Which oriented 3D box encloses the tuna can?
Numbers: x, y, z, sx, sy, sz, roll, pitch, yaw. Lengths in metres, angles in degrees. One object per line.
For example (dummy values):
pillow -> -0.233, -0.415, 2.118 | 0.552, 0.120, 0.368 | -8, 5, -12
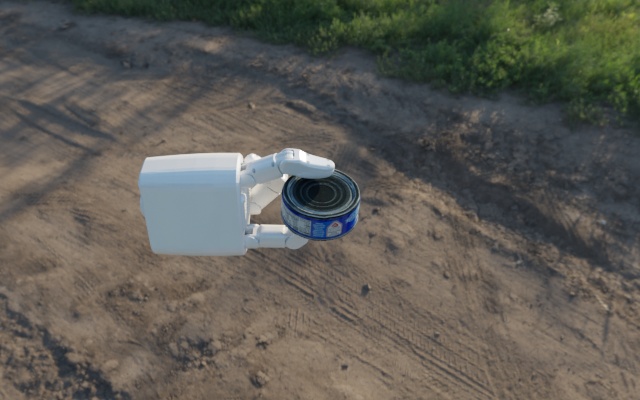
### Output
tuna can -> 0.000, 0.001, 0.516 | 0.086, 0.034, 0.086 | 3, 42, -2
